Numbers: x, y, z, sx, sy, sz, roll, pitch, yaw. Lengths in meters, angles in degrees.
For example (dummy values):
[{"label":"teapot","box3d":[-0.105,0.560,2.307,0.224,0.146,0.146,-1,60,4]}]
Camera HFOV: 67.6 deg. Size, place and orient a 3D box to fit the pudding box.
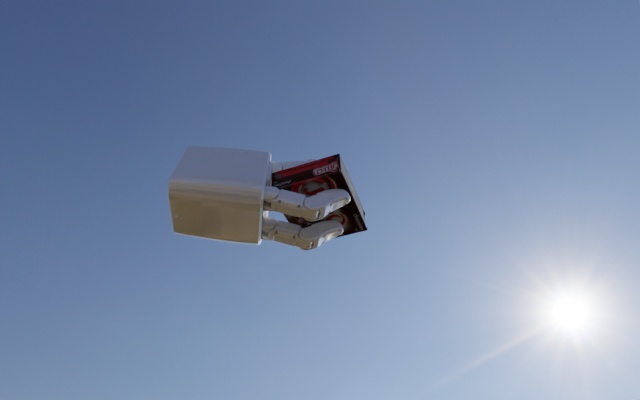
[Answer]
[{"label":"pudding box","box3d":[0.000,0.002,0.598,0.090,0.039,0.114,-15,-44,15]}]
